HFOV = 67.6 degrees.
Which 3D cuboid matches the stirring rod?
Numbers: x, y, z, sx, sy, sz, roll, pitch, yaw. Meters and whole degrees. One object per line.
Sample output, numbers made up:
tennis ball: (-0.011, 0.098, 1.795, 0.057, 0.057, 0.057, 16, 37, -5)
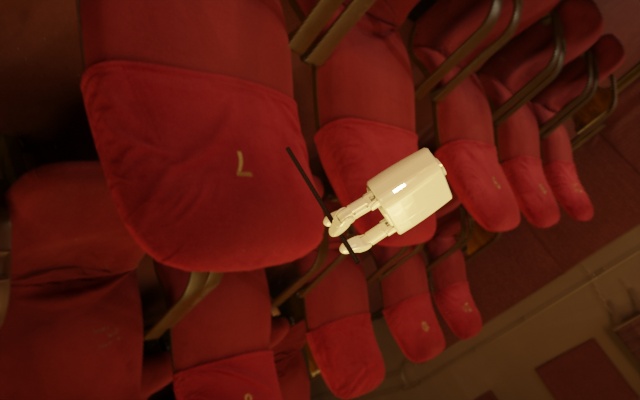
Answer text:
stirring rod: (0.000, 0.002, 0.784, 0.011, 0.239, 0.011, -26, -24, -13)
